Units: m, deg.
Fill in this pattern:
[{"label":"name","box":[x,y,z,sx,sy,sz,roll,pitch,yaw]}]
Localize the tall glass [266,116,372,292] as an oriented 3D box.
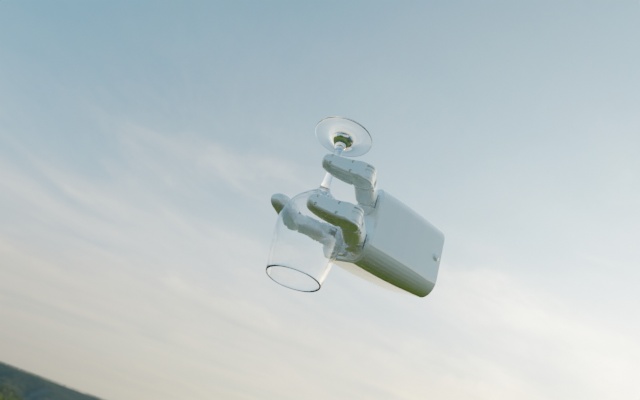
[{"label":"tall glass","box":[0.000,0.001,0.550,0.079,0.201,0.079,15,-30,9]}]
